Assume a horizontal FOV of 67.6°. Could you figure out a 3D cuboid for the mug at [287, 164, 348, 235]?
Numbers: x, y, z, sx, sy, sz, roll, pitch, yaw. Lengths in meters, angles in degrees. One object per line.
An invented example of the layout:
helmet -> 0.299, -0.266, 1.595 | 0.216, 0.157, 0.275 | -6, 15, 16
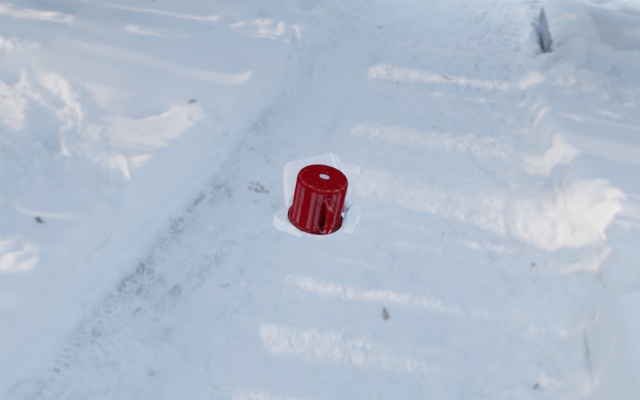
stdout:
mug -> 0.000, 0.003, 0.751 | 0.093, 0.082, 0.117 | 2, 36, -13
